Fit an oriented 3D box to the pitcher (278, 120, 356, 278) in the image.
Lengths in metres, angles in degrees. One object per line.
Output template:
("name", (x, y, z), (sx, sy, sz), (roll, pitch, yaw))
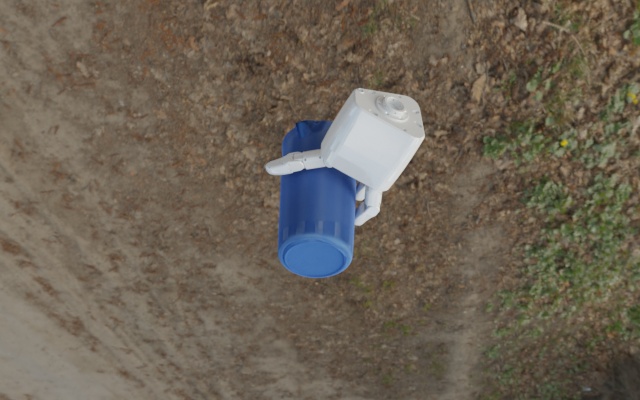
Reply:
("pitcher", (0.000, 0.002, 0.764), (0.149, 0.242, 0.145), (19, -45, -17))
